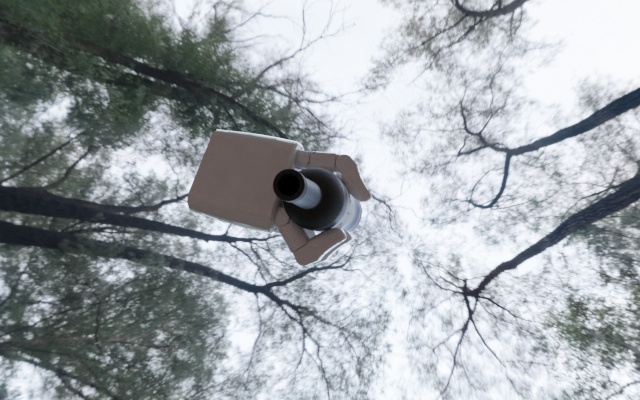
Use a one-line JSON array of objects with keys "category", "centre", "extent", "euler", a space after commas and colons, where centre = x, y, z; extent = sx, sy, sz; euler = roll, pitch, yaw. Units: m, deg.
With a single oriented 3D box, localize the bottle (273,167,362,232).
[{"category": "bottle", "centre": [0.000, 0.002, 0.540], "extent": [0.069, 0.069, 0.296], "euler": [0, -6, 10]}]
